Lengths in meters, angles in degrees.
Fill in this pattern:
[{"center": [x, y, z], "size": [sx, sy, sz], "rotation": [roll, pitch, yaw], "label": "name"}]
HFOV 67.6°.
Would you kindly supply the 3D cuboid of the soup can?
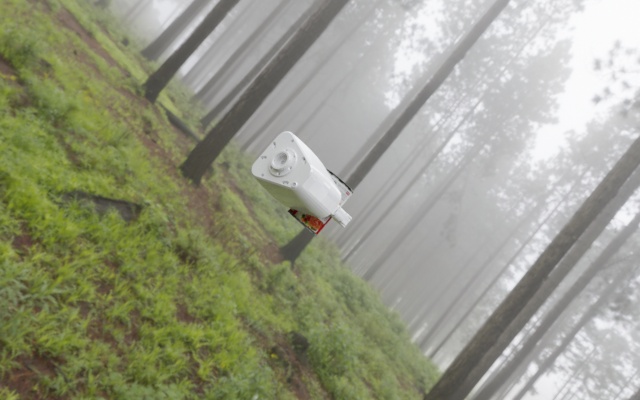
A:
[{"center": [0.001, 0.003, 0.840], "size": [0.068, 0.102, 0.068], "rotation": [41, -3, 2], "label": "soup can"}]
